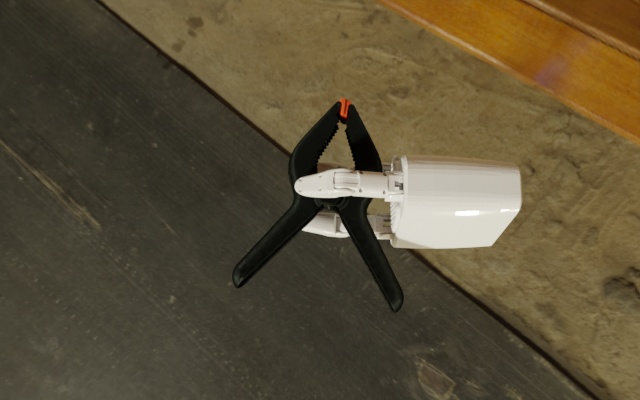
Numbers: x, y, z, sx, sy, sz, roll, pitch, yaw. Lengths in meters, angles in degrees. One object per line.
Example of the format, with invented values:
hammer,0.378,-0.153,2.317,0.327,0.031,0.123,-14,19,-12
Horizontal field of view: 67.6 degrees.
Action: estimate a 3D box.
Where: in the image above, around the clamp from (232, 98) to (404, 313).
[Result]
clamp,0.000,0.001,0.472,0.164,0.210,0.036,2,-11,-1
